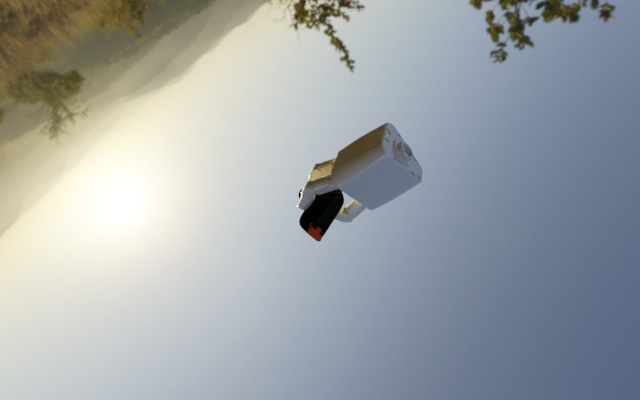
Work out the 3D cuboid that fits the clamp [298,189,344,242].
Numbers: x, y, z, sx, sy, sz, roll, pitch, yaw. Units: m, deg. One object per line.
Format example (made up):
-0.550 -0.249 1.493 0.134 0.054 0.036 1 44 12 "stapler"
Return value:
0.001 0.004 0.858 0.164 0.036 0.209 -34 22 35 "clamp"
